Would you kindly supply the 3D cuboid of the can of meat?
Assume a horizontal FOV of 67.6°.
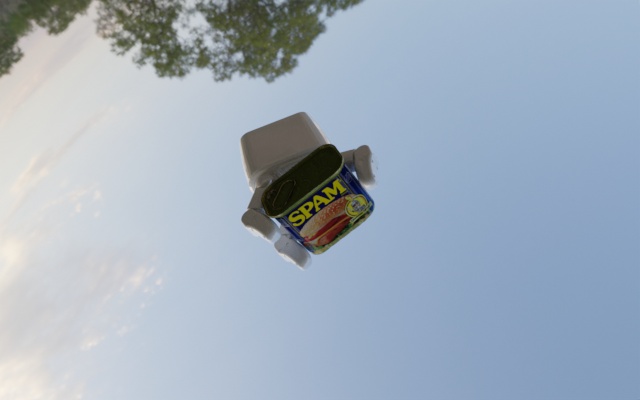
[{"bbox_3d":[0.000,0.002,0.534,0.084,0.102,0.057,48,7,-38],"label":"can of meat"}]
